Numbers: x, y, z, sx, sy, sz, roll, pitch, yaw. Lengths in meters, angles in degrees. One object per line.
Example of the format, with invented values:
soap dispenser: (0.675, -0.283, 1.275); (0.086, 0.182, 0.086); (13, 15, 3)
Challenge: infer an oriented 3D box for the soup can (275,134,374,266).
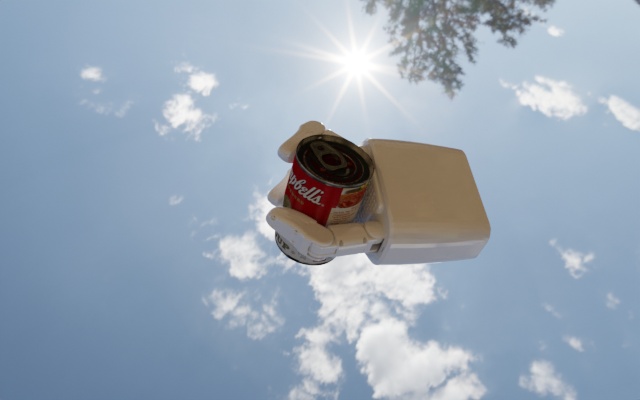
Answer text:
soup can: (0.000, 0.002, 0.429); (0.068, 0.102, 0.068); (11, 41, -10)
